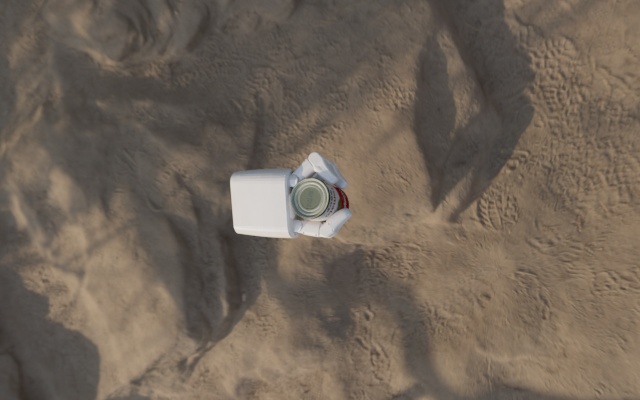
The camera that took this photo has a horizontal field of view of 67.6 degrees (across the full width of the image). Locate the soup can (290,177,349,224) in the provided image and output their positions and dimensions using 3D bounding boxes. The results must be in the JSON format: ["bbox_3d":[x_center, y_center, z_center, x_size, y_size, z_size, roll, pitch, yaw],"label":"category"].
[{"bbox_3d":[0.000,0.003,0.782,0.068,0.068,0.102,0,-8,20],"label":"soup can"}]
